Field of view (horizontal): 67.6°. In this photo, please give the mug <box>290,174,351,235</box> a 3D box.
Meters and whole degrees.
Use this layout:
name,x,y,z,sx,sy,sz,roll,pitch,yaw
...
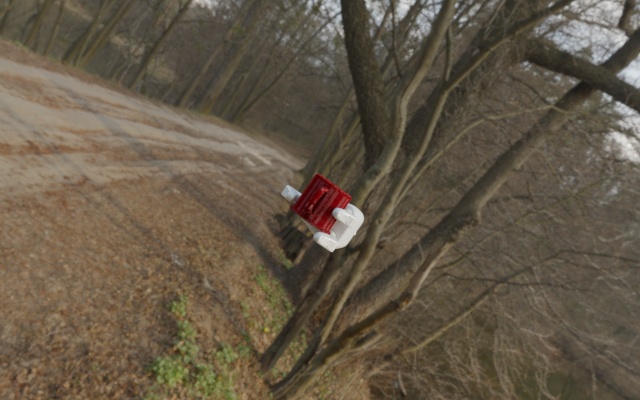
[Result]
name,x,y,z,sx,sy,sz,roll,pitch,yaw
mug,0.000,0.002,0.875,0.093,0.081,0.117,36,3,16
